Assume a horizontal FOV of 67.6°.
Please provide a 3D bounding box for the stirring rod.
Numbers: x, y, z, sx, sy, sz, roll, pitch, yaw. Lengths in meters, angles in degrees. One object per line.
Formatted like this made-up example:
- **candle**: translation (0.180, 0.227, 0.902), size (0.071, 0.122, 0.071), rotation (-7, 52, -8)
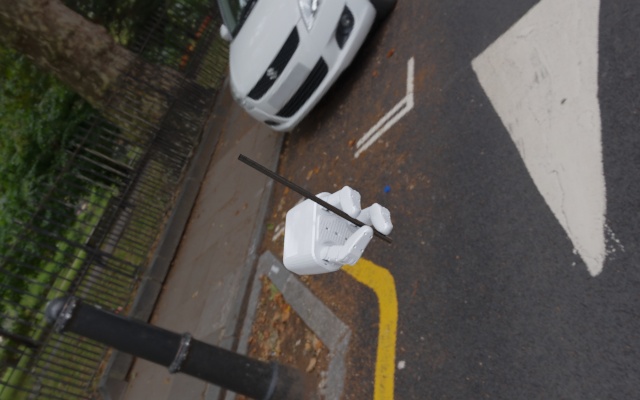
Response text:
- **stirring rod**: translation (0.000, 0.002, 0.617), size (0.239, 0.011, 0.011), rotation (29, -12, -22)
